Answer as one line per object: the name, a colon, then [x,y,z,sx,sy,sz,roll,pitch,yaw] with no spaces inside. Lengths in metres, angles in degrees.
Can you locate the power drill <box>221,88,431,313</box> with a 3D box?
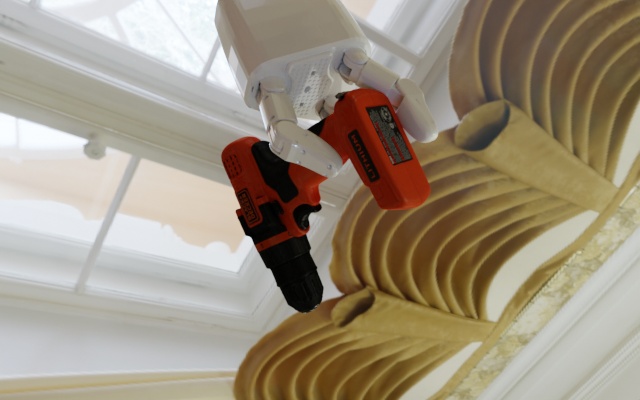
power drill: [0.000,0.001,0.430,0.188,0.184,0.057,-27,-2,38]
